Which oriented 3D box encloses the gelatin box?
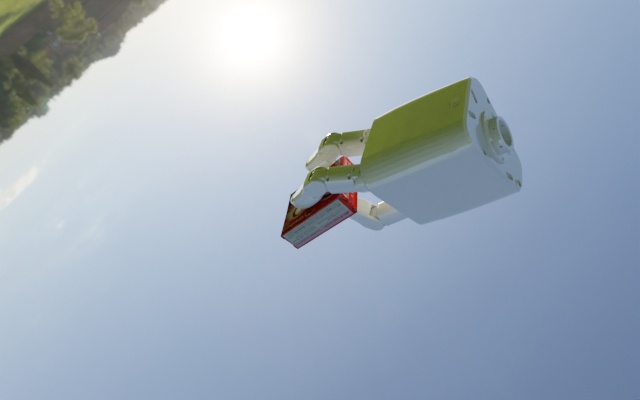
[{"bbox_3d":[0.000,0.002,0.521,0.089,0.073,0.030,-35,-62,30],"label":"gelatin box"}]
